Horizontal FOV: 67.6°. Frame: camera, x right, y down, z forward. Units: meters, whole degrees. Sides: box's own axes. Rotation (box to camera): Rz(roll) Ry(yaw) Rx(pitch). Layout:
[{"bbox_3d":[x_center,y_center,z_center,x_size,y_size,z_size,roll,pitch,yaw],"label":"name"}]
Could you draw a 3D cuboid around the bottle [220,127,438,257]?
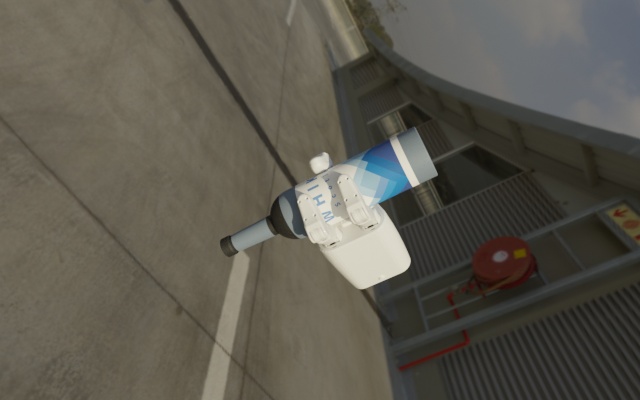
[{"bbox_3d":[0.000,0.002,0.616,0.296,0.069,0.069,-26,-6,13],"label":"bottle"}]
